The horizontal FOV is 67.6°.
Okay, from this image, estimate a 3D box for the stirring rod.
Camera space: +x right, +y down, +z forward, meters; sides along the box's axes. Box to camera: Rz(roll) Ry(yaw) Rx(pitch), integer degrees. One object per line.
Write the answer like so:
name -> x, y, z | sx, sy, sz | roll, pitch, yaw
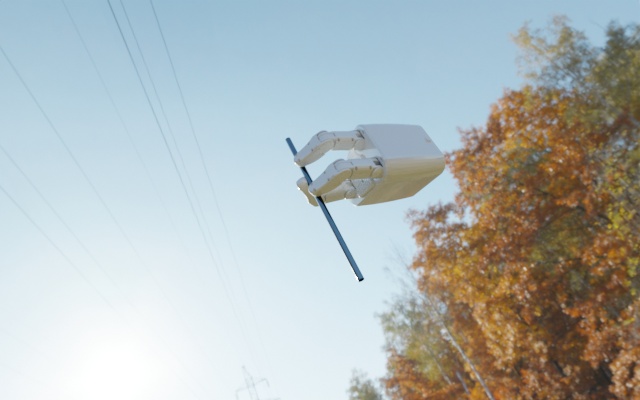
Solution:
stirring rod -> 0.000, 0.002, 0.610 | 0.011, 0.239, 0.011 | -18, -35, -13
